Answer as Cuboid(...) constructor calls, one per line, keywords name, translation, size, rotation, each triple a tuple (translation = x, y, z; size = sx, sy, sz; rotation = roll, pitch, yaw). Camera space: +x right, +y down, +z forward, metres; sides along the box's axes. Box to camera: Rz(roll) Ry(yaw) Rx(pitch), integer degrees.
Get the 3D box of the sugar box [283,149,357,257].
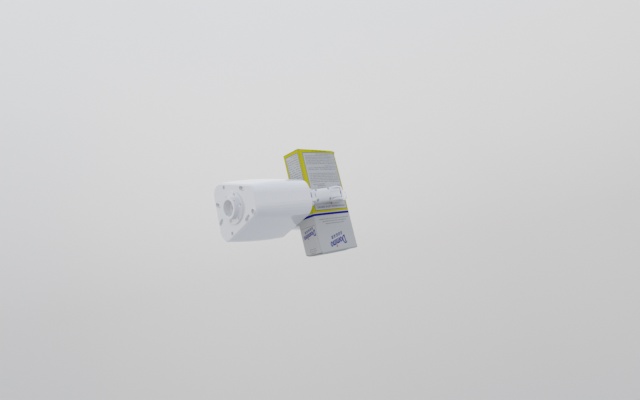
Cuboid(name="sugar box", translation=(0.000, 0.003, 0.810), size=(0.048, 0.176, 0.093), rotation=(-18, -10, 43))
